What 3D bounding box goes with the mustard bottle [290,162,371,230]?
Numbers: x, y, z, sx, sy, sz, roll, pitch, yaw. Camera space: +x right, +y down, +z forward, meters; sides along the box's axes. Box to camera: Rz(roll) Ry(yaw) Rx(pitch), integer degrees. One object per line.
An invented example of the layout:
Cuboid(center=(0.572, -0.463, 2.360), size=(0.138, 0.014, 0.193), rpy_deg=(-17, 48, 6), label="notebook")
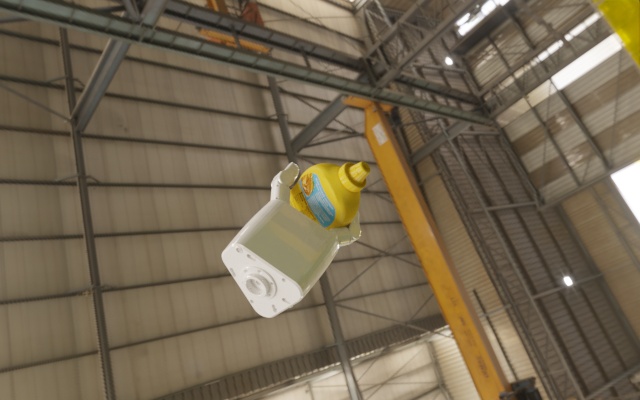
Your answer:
Cuboid(center=(0.000, 0.002, 0.684), size=(0.058, 0.096, 0.192), rpy_deg=(-11, -21, -48), label="mustard bottle")
